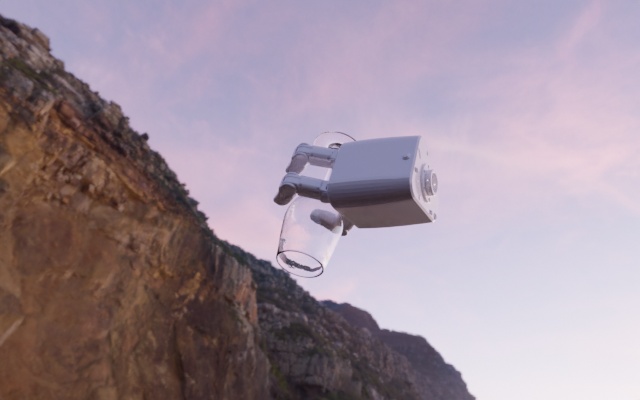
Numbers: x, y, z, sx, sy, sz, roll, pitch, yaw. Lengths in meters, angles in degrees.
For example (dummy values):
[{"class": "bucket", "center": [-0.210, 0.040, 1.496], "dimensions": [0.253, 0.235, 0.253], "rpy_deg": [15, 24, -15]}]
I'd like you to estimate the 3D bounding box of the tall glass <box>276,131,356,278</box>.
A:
[{"class": "tall glass", "center": [0.000, 0.002, 0.643], "dimensions": [0.079, 0.201, 0.079], "rpy_deg": [12, -36, 9]}]
